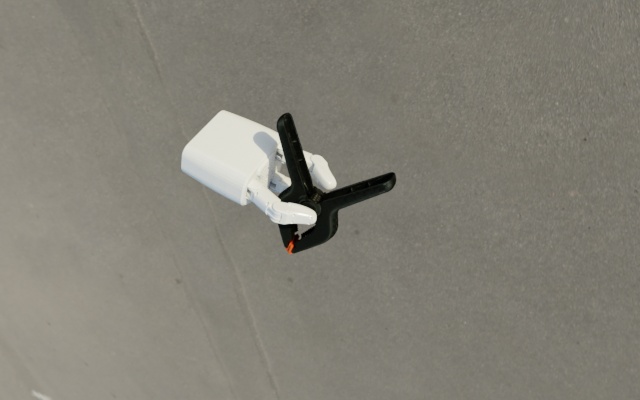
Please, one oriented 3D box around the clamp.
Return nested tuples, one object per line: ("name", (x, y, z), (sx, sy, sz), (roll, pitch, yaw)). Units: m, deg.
("clamp", (-0.001, 0.003, 0.640), (0.164, 0.210, 0.036), (26, 40, 11))
